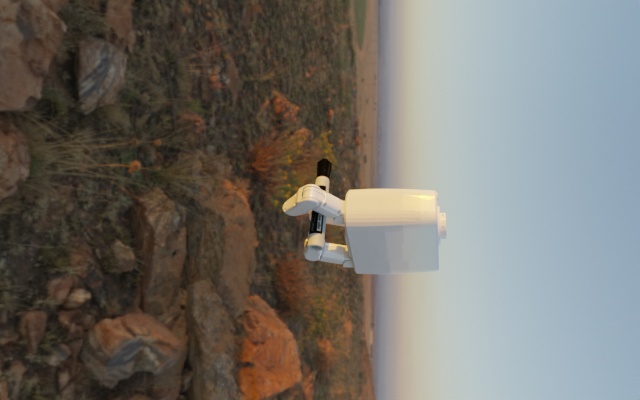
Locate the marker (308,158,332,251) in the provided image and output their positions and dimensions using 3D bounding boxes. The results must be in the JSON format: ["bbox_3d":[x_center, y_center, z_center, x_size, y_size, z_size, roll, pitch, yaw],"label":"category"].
[{"bbox_3d":[0.000,0.002,0.579,0.020,0.121,0.020,5,-28,3],"label":"marker"}]
